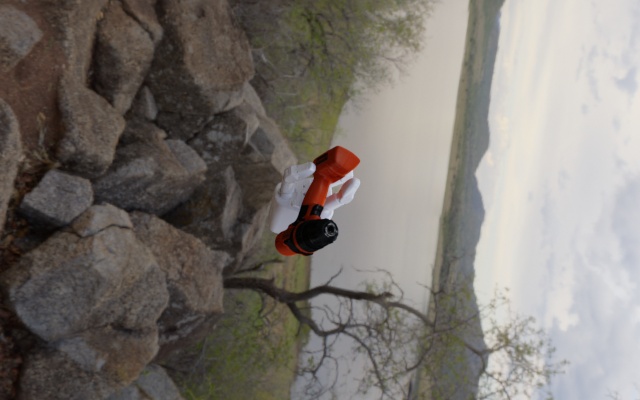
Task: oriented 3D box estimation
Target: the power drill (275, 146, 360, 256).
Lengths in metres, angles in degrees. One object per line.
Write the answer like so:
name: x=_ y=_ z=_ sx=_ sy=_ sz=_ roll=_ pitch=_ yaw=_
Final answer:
power drill: x=0.000 y=0.002 z=0.796 sx=0.057 sy=0.187 sz=0.184 roll=33 pitch=-24 yaw=-18
